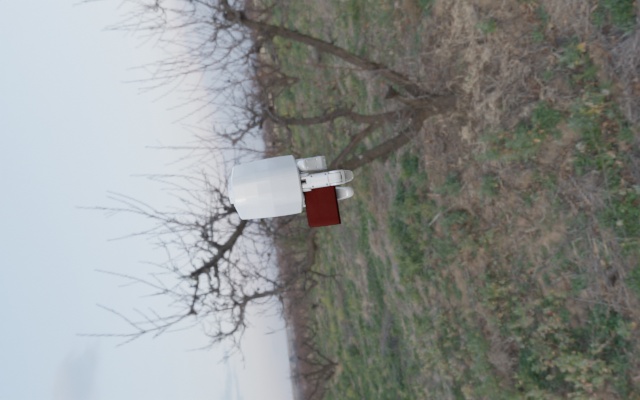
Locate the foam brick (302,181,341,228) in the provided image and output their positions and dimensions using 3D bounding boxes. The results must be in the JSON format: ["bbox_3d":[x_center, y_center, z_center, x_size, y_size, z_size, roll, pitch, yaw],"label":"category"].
[{"bbox_3d":[0.000,0.003,0.786,0.051,0.078,0.053,-9,2,-6],"label":"foam brick"}]
